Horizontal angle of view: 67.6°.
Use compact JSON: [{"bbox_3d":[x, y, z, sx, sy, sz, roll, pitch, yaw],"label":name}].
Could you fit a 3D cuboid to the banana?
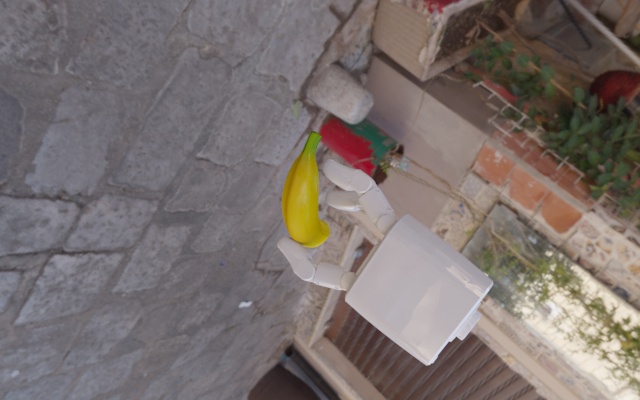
[{"bbox_3d":[-0.012,0.013,0.522,0.037,0.069,0.198,34,-25,20],"label":"banana"}]
